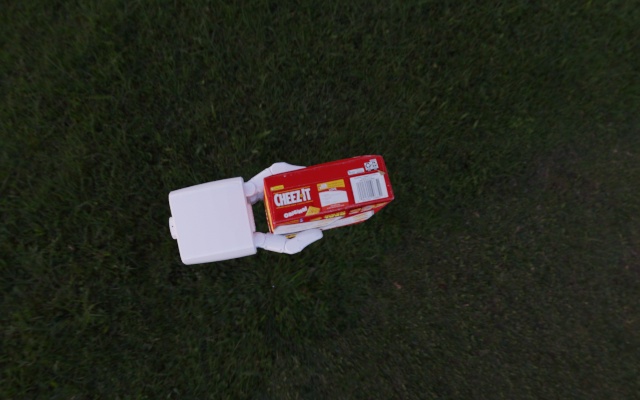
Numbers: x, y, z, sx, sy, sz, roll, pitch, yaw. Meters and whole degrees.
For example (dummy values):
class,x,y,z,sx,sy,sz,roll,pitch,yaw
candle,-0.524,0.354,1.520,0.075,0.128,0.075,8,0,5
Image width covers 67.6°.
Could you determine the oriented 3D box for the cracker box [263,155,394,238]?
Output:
class,x,y,z,sx,sy,sz,roll,pitch,yaw
cracker box,0.000,0.002,0.716,0.164,0.072,0.214,-12,-9,-8
